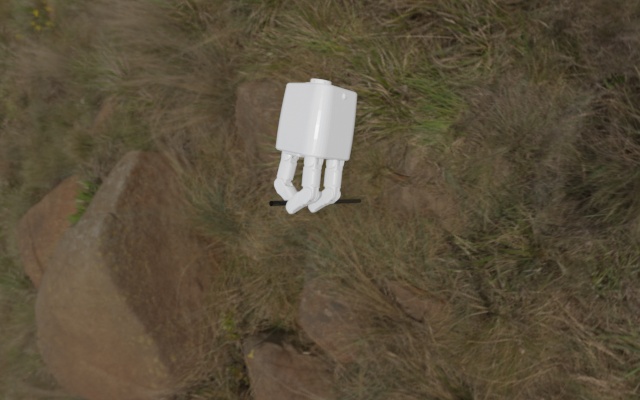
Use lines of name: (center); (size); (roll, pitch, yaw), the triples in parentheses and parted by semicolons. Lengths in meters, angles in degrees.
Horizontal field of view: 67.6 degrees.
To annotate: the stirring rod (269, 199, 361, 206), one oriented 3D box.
stirring rod: (0.000, 0.003, 0.802); (0.011, 0.011, 0.239); (0, 1, 37)
